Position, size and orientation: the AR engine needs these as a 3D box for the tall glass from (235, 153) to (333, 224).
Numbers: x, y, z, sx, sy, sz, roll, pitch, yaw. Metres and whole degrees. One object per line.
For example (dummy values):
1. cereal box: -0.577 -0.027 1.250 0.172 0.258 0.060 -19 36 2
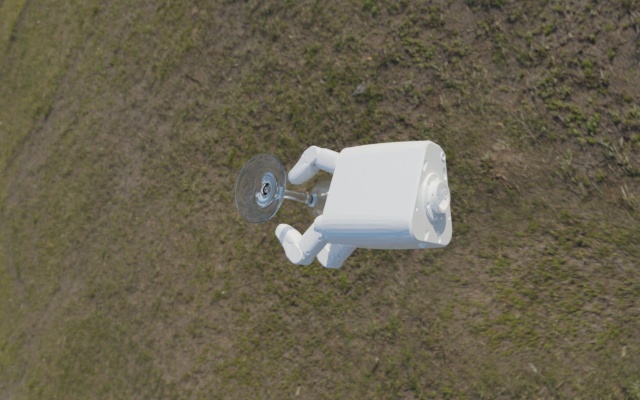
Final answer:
1. tall glass: 0.000 0.002 0.568 0.079 0.079 0.201 0 -9 40
